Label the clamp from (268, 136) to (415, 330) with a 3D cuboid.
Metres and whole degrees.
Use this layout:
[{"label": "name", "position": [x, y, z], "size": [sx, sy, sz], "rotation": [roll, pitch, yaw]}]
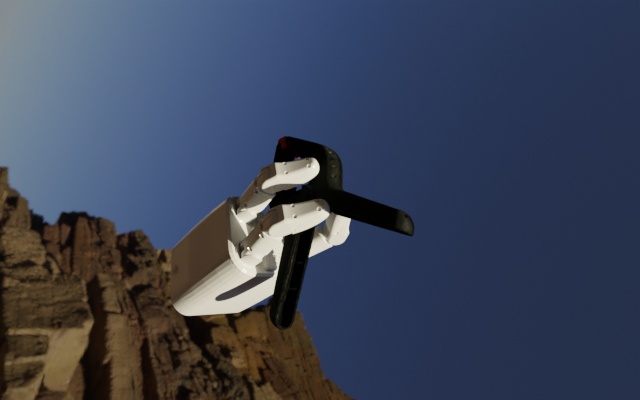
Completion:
[{"label": "clamp", "position": [0.000, 0.002, 0.479], "size": [0.164, 0.209, 0.036], "rotation": [-34, -43, 24]}]
